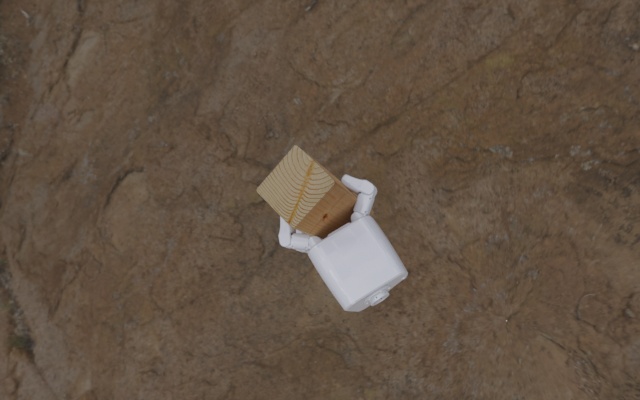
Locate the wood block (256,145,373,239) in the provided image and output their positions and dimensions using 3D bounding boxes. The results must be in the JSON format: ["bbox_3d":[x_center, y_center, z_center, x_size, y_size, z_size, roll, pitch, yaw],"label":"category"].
[{"bbox_3d":[0.001,0.002,0.763,0.090,0.091,0.206,44,5,24],"label":"wood block"}]
